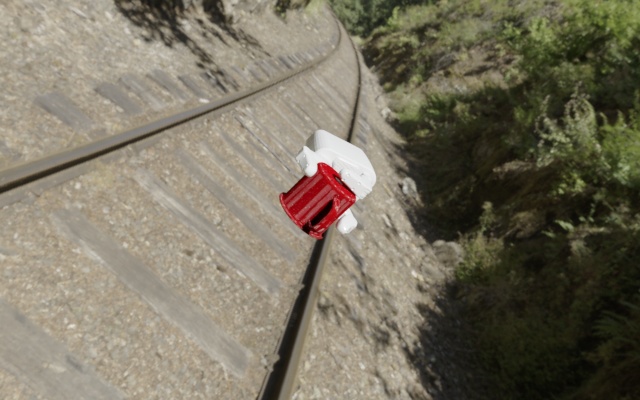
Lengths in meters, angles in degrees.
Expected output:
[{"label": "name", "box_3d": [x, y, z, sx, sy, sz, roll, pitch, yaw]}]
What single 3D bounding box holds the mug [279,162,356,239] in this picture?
[{"label": "mug", "box_3d": [0.000, 0.003, 0.703, 0.093, 0.081, 0.117, 40, 17, -23]}]
